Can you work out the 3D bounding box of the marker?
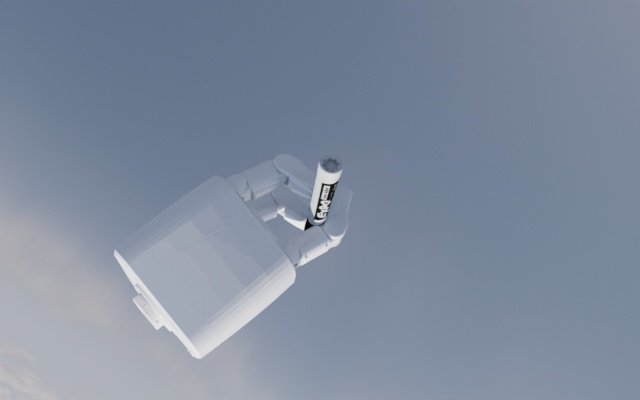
[{"bbox_3d":[0.000,0.001,0.416,0.020,0.020,0.121,0,-29,-9],"label":"marker"}]
